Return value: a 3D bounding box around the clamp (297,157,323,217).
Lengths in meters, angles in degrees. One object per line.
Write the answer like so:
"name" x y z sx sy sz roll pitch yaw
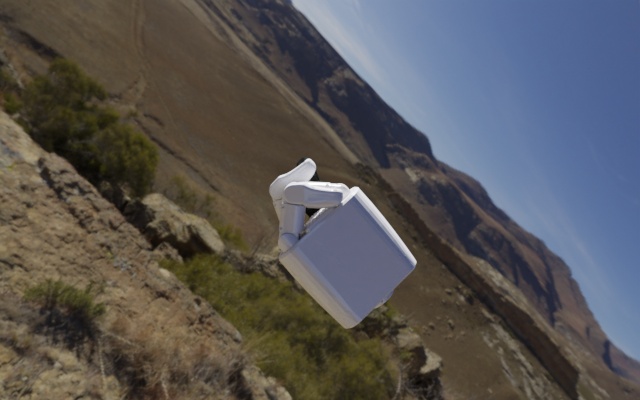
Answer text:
"clamp" 0.001 0.002 0.620 0.039 0.120 0.171 -38 5 10
